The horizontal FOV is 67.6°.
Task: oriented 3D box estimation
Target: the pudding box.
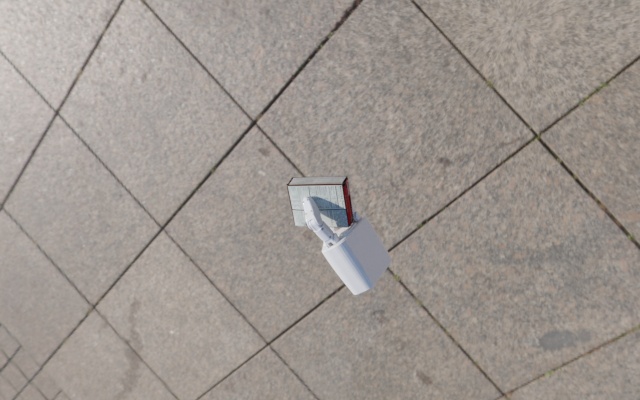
[{"bbox_3d":[0.000,0.003,0.882,0.113,0.090,0.039,-1,25,19],"label":"pudding box"}]
